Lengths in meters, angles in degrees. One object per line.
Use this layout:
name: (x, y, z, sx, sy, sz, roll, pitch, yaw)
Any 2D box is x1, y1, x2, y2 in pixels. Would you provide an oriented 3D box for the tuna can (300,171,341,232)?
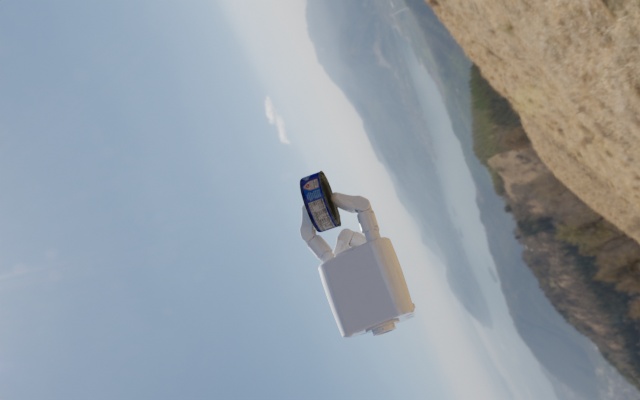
tuna can: (0.000, 0.002, 0.694, 0.034, 0.086, 0.086, -19, -3, 9)
